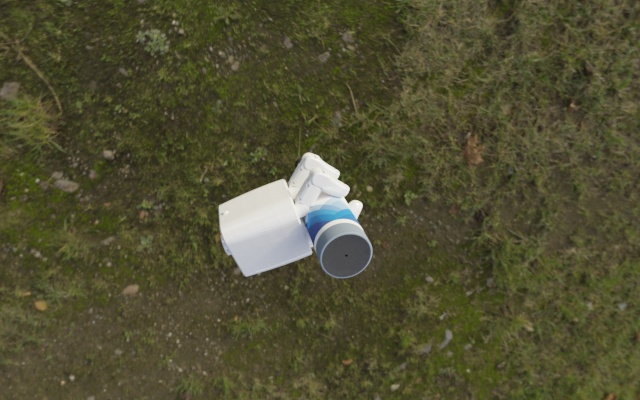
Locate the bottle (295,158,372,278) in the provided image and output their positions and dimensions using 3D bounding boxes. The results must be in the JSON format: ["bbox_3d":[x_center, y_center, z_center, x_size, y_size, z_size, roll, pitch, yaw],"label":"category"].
[{"bbox_3d":[0.000,0.002,0.707,0.069,0.069,0.295,0,26,-14],"label":"bottle"}]
